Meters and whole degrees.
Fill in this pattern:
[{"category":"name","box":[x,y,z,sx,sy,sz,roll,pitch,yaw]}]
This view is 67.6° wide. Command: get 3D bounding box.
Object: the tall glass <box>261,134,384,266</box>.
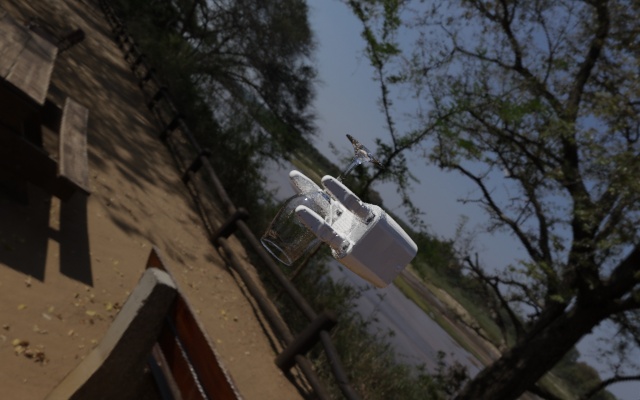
[{"category":"tall glass","box":[0.000,0.002,0.702,0.079,0.201,0.079,42,2,-2]}]
